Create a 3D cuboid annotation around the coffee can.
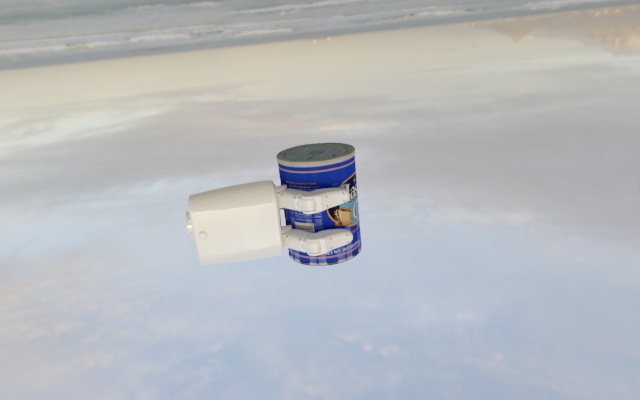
[{"bbox_3d":[0.000,0.002,0.639,0.103,0.140,0.102,-5,19,2],"label":"coffee can"}]
